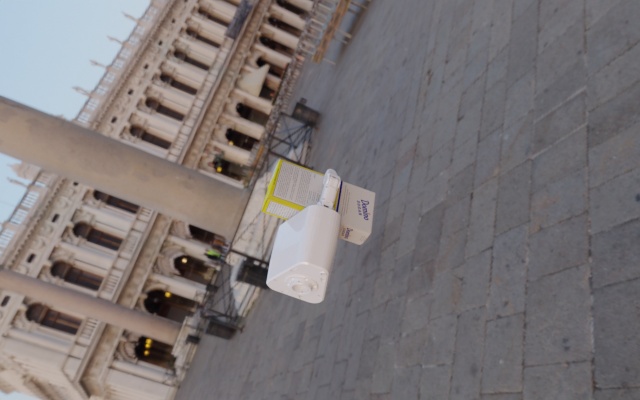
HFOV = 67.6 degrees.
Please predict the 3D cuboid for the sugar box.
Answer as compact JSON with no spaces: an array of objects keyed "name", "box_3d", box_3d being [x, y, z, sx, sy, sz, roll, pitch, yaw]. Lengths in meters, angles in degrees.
[{"name":"sugar box","box_3d":[0.000,0.003,0.787,0.176,0.093,0.048,22,-41,-11]}]
